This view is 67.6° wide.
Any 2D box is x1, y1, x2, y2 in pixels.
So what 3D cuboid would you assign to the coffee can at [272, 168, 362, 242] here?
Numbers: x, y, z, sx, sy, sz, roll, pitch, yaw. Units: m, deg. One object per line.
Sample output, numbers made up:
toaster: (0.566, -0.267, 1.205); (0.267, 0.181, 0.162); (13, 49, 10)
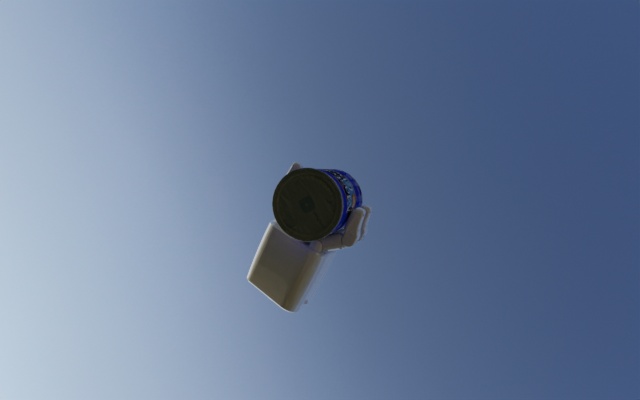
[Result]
coffee can: (0.000, 0.002, 0.724); (0.103, 0.103, 0.140); (0, 3, 17)
